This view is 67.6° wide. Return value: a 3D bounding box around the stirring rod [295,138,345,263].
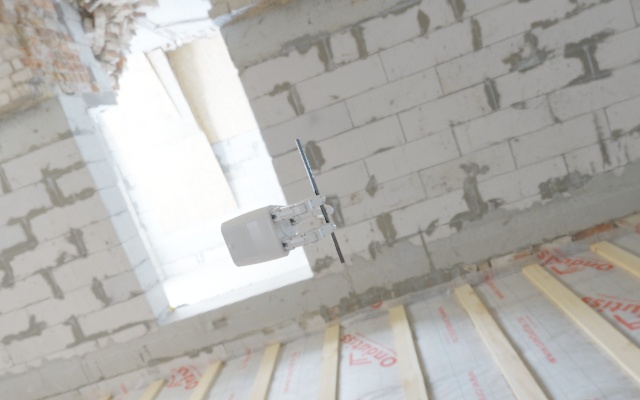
[{"bbox_3d":[0.000,0.003,0.862,0.011,0.239,0.011,-20,9,3],"label":"stirring rod"}]
